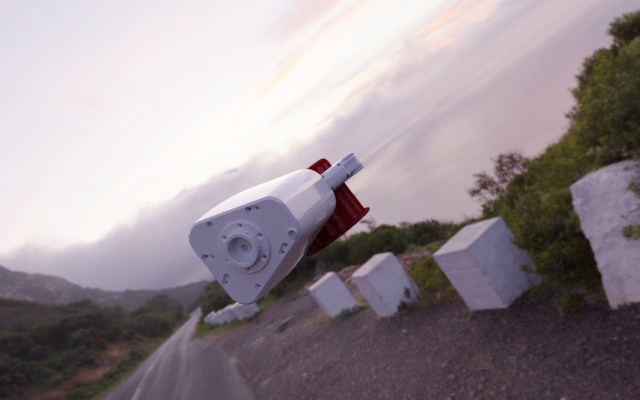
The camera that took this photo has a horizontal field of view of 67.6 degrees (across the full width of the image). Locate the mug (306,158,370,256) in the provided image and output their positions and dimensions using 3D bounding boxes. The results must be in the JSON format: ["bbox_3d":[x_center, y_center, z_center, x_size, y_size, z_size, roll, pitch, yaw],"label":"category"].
[{"bbox_3d":[0.000,0.001,0.570,0.093,0.081,0.117,-36,2,21],"label":"mug"}]
